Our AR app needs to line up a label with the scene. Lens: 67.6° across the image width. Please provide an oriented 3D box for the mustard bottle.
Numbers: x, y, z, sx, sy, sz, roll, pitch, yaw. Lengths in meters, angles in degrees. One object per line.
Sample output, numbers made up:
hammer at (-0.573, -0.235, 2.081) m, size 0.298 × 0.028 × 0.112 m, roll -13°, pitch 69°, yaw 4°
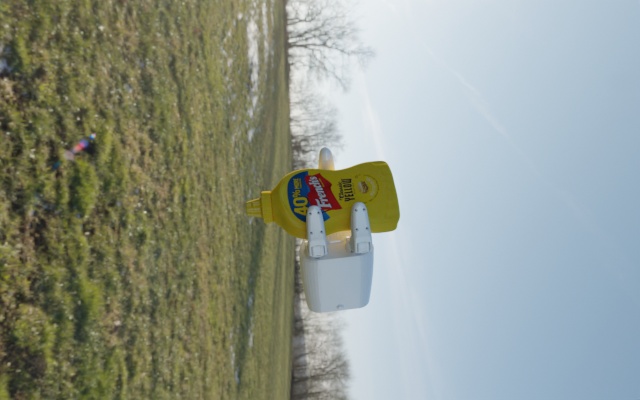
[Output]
mustard bottle at (0.000, 0.002, 0.618) m, size 0.191 × 0.096 × 0.058 m, roll -6°, pitch -29°, yaw -3°
